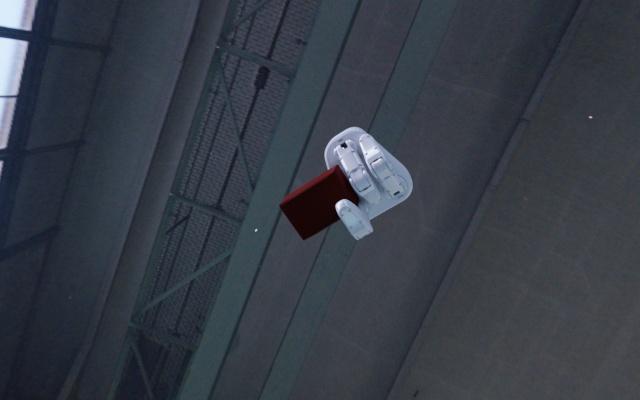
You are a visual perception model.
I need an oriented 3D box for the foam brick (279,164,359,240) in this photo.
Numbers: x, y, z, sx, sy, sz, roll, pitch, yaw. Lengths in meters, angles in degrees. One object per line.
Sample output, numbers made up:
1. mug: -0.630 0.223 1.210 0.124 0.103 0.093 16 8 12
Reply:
1. foam brick: 0.000 0.002 0.570 0.078 0.053 0.051 -31 9 12
